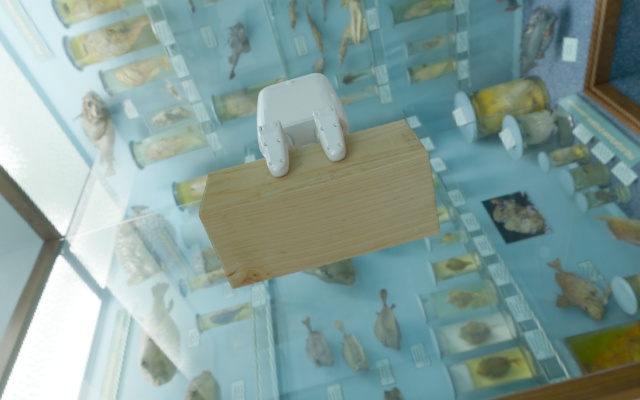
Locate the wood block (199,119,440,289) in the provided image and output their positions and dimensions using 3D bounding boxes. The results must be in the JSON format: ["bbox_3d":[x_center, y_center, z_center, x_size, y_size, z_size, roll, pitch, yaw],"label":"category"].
[{"bbox_3d":[0.000,0.002,0.469,0.206,0.091,0.090,-15,30,2],"label":"wood block"}]
